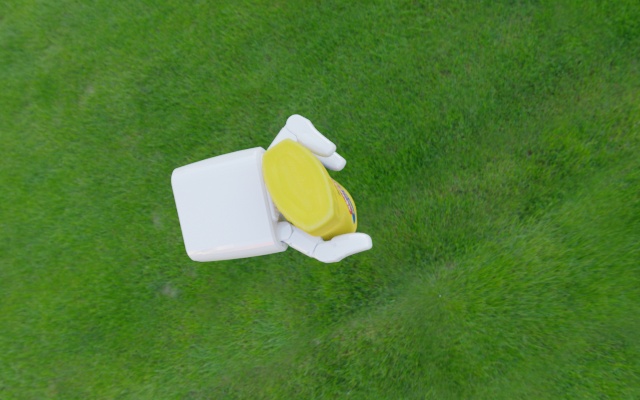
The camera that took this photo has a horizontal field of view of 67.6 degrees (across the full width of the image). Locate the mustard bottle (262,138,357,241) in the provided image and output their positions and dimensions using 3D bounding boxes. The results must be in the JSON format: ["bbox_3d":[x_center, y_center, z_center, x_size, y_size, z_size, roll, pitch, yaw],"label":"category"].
[{"bbox_3d":[0.000,0.002,0.532,0.058,0.096,0.192,-35,-17,5],"label":"mustard bottle"}]
